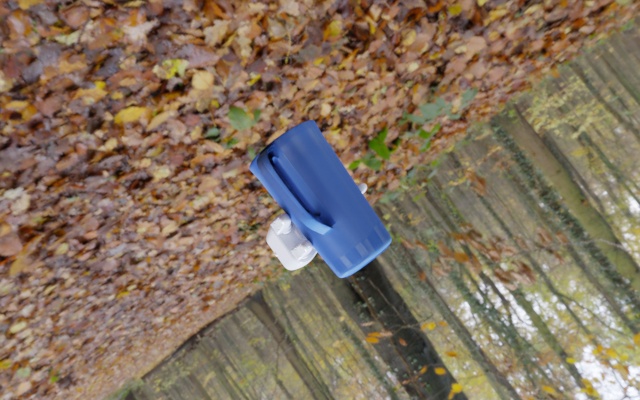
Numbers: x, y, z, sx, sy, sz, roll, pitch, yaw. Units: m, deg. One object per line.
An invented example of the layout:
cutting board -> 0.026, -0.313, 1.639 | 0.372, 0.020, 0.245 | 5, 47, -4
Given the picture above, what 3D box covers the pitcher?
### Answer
pitcher -> 0.000, 0.003, 0.770 | 0.149, 0.243, 0.145 | -34, -5, -24
